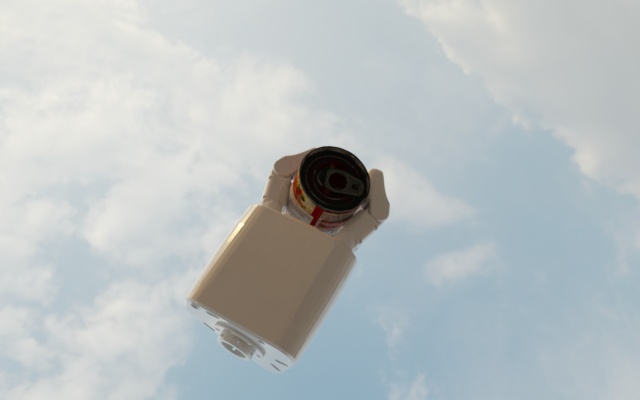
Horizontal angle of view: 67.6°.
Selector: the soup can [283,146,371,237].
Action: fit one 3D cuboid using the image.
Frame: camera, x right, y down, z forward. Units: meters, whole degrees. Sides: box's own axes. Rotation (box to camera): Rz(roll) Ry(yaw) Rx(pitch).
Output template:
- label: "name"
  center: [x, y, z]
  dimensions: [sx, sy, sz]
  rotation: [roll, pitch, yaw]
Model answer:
- label: "soup can"
  center: [0.000, 0.001, 0.474]
  dimensions: [0.068, 0.068, 0.102]
  rotation: [0, -26, -17]
